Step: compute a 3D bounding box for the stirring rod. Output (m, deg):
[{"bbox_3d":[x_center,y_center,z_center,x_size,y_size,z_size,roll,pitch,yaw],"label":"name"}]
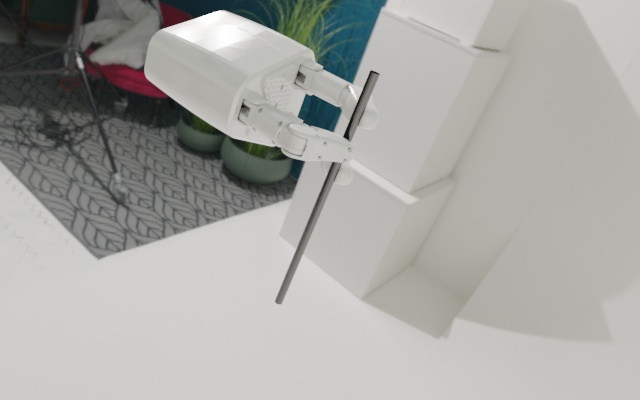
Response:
[{"bbox_3d":[0.000,0.001,0.418,0.011,0.240,0.011,18,27,-10],"label":"stirring rod"}]
